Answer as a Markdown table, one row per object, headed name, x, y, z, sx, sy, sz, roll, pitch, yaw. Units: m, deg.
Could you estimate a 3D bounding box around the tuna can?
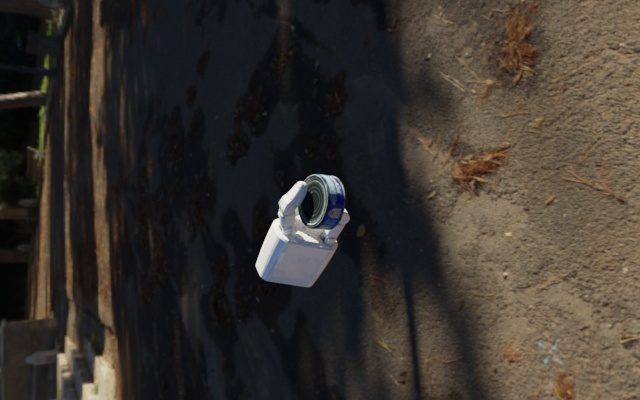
| name | x | y | z | sx | sy | sz | roll | pitch | yaw |
| --- | --- | --- | --- | --- | --- | --- | --- | --- | --- |
| tuna can | 0.000 | 0.002 | 0.740 | 0.034 | 0.086 | 0.086 | 6 | -3 | -34 |
